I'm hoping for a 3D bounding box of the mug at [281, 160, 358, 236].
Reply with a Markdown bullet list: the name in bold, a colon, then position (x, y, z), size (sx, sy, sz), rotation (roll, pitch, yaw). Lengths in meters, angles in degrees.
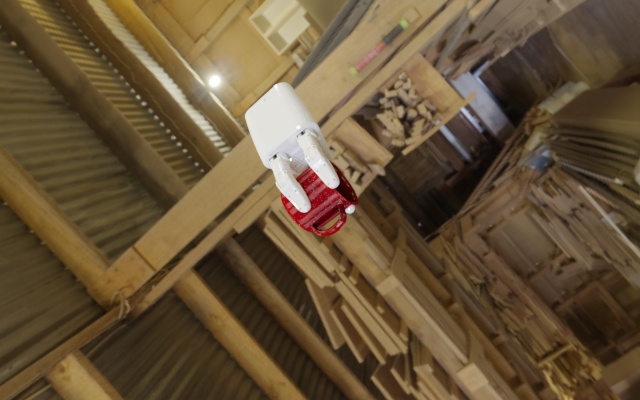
- **mug**: position (0.001, 0.004, 0.699), size (0.081, 0.117, 0.093), rotation (-39, -37, 17)
